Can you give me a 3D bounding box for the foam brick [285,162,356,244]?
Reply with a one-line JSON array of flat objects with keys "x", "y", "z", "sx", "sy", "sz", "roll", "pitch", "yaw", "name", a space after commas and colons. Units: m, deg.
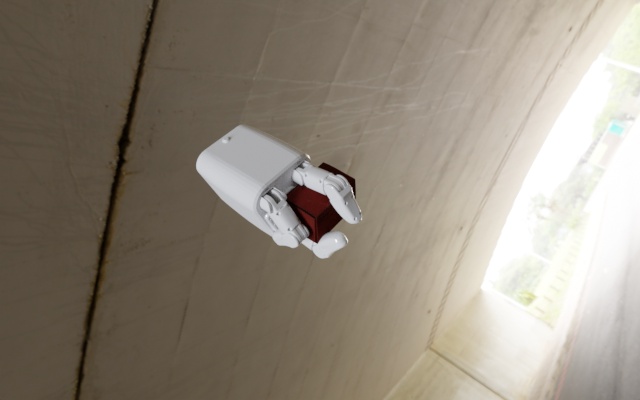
[{"x": 0.000, "y": 0.002, "z": 0.578, "sx": 0.051, "sy": 0.053, "sz": 0.078, "roll": 31, "pitch": 56, "yaw": 26, "name": "foam brick"}]
